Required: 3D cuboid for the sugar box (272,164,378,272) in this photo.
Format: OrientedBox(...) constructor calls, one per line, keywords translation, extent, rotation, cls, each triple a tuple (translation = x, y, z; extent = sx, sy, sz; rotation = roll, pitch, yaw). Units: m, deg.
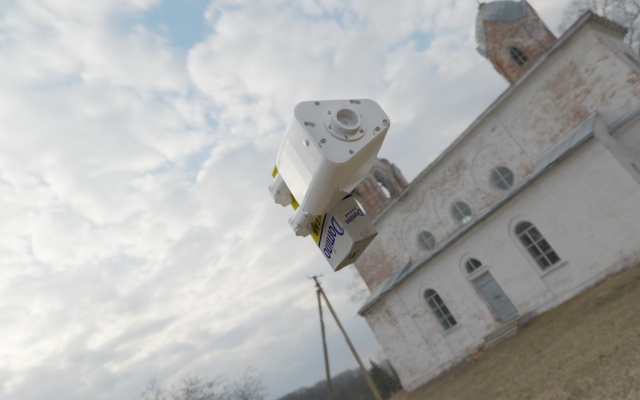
OrientedBox(translation=(0.000, 0.002, 0.657), extent=(0.048, 0.176, 0.093), rotation=(-21, -23, -28), cls="sugar box")
